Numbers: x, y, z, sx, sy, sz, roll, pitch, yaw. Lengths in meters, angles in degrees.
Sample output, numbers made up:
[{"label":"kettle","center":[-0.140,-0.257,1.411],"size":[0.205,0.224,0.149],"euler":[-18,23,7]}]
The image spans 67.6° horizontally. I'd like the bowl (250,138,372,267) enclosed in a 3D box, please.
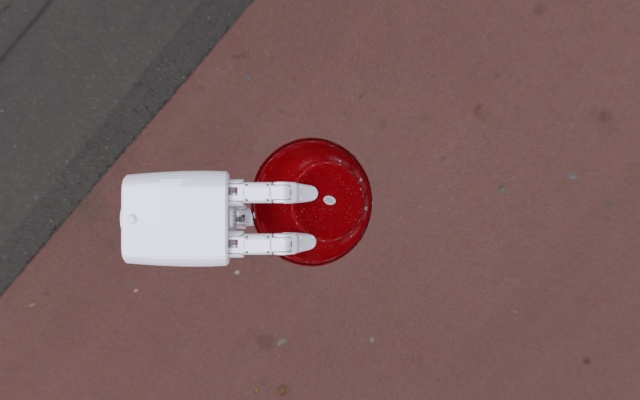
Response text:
[{"label":"bowl","center":[0.001,0.002,0.575],"size":[0.162,0.162,0.055],"euler":[0,0,-20]}]
